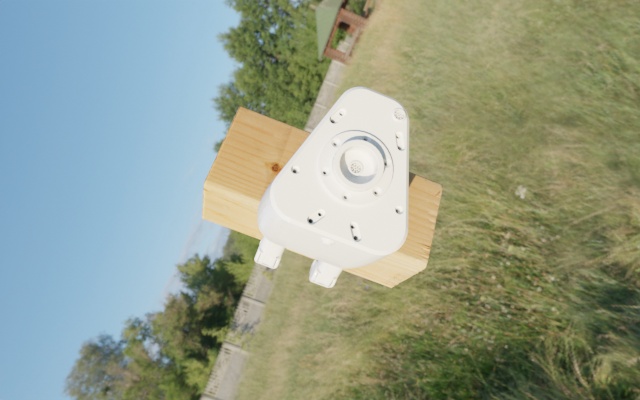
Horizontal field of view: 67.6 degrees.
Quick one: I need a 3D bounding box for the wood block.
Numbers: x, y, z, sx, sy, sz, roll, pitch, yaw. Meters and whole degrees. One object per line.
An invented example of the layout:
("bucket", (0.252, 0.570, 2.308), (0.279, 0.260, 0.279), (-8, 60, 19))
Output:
("wood block", (0.000, 0.001, 0.467), (0.206, 0.090, 0.090), (21, -26, -5))
